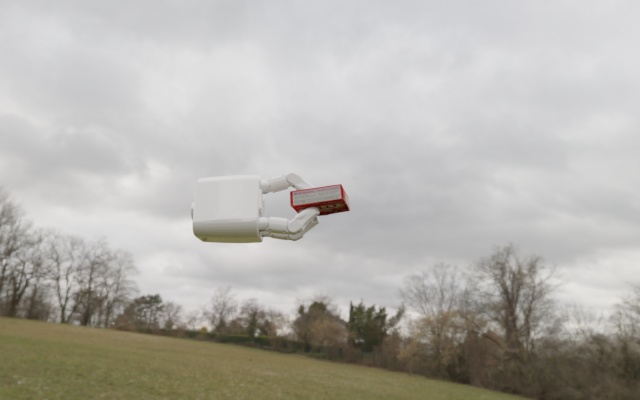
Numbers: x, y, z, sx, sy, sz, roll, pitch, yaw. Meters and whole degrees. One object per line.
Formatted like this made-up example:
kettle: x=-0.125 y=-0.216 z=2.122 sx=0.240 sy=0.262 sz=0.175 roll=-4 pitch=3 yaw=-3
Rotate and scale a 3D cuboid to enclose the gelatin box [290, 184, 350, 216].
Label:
gelatin box: x=0.000 y=0.002 z=0.803 sx=0.089 sy=0.030 sz=0.073 roll=-9 pitch=-18 yaw=10
